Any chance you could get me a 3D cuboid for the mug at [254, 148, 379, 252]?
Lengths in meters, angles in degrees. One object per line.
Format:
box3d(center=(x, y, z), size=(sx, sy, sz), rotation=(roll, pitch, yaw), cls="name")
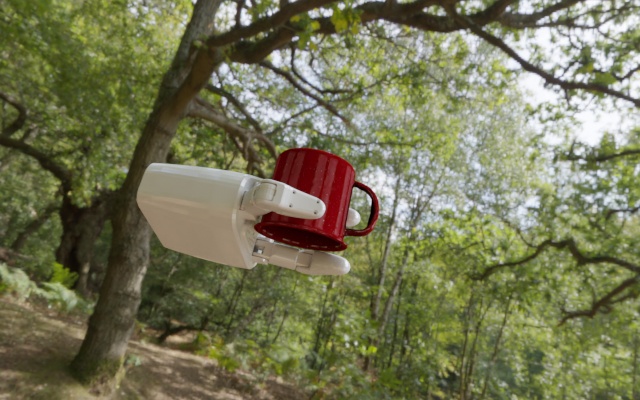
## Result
box3d(center=(0.002, 0.002, 0.473), size=(0.117, 0.081, 0.093), rotation=(9, -17, 10), cls="mug")
